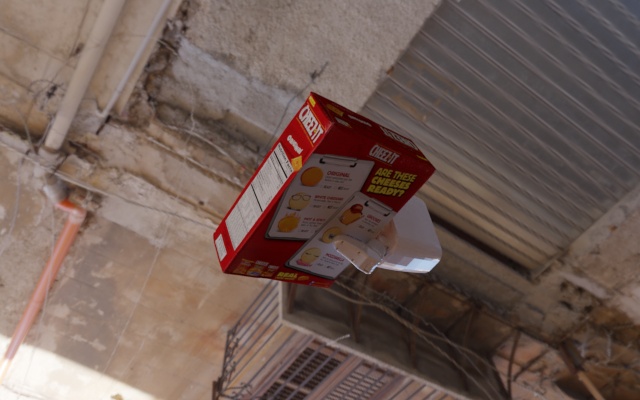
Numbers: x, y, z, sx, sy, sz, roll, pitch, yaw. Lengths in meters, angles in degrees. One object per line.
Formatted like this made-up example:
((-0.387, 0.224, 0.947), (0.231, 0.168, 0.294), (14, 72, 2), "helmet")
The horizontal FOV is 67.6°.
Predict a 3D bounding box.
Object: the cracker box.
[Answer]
((0.000, 0.002, 0.551), (0.164, 0.214, 0.072), (17, 32, -40), "cracker box")
